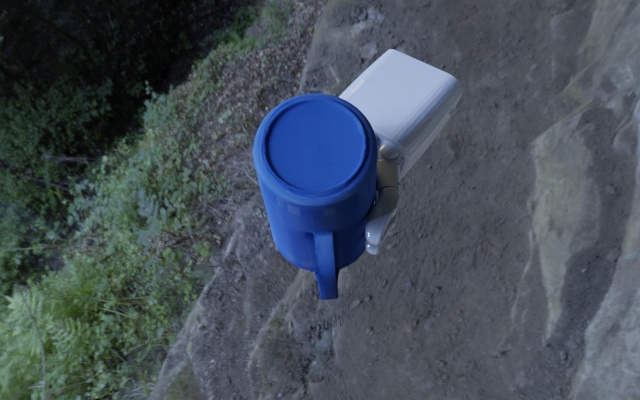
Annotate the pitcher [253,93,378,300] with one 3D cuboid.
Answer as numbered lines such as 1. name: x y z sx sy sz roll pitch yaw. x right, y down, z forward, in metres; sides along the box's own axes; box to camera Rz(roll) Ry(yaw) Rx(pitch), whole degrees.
1. pitcher: 0.000 0.002 0.512 0.149 0.145 0.243 40 -13 14
